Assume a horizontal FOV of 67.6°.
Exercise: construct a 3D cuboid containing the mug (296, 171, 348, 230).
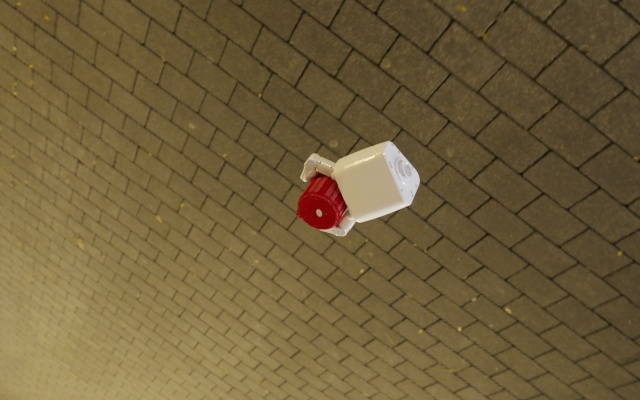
[{"bbox_3d":[-0.001,0.003,0.877,0.117,0.093,0.081,-21,23,36],"label":"mug"}]
